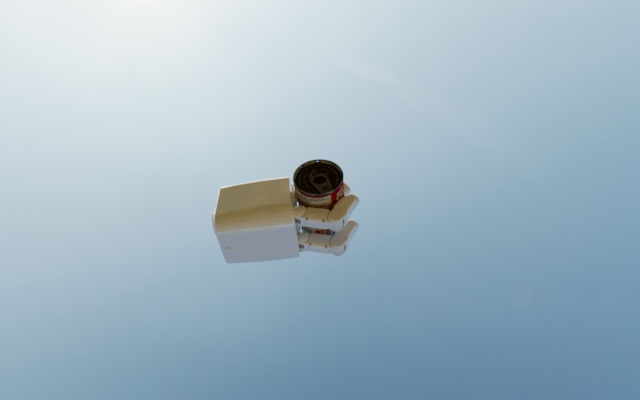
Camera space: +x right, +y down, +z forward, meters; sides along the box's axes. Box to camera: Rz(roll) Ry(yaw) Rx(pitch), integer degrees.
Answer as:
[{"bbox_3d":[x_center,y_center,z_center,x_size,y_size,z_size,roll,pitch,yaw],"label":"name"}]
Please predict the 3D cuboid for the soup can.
[{"bbox_3d":[0.001,0.002,0.672,0.068,0.068,0.102,0,-43,5],"label":"soup can"}]
